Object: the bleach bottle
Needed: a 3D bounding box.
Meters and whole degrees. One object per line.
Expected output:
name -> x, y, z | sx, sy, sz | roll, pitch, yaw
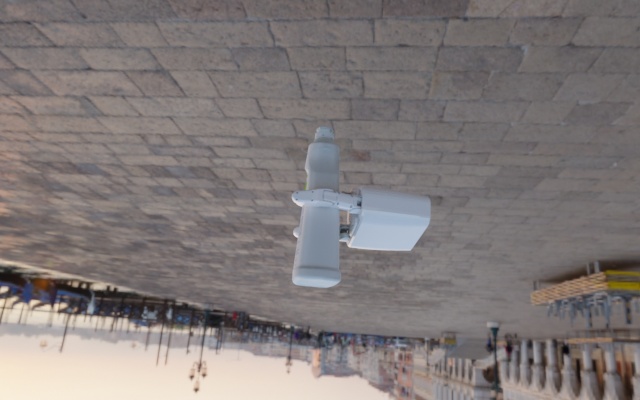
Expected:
bleach bottle -> 0.000, 0.002, 0.736 | 0.068, 0.250, 0.102 | 6, -17, -7
